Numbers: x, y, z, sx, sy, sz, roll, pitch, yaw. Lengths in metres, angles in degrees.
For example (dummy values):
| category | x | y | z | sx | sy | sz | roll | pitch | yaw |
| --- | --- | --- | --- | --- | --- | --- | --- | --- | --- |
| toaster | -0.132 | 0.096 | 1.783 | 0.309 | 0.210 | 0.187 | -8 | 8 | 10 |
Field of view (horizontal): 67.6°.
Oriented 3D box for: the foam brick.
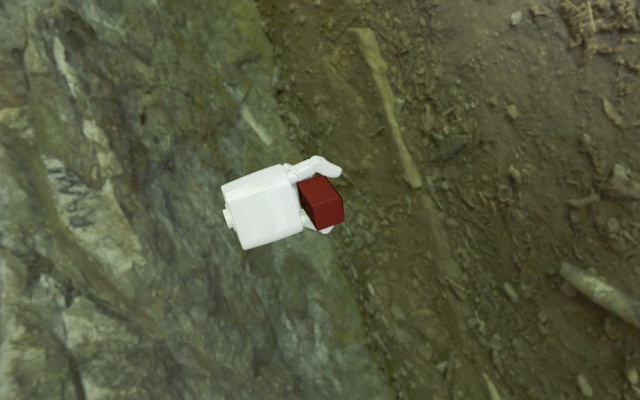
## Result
| category | x | y | z | sx | sy | sz | roll | pitch | yaw |
| --- | --- | --- | --- | --- | --- | --- | --- | --- | --- |
| foam brick | 0.000 | 0.003 | 0.783 | 0.051 | 0.053 | 0.078 | -20 | 39 | -13 |
